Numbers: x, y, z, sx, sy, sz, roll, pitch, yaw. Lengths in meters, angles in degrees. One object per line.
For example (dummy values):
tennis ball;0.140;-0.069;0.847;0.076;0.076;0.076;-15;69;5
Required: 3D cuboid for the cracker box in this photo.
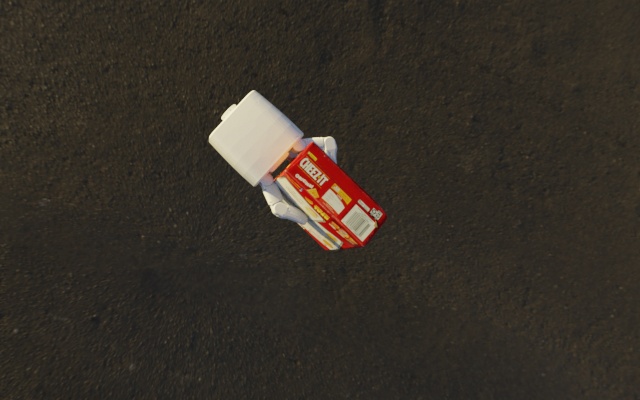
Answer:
cracker box;0.000;0.003;0.794;0.164;0.072;0.214;44;-15;-6
